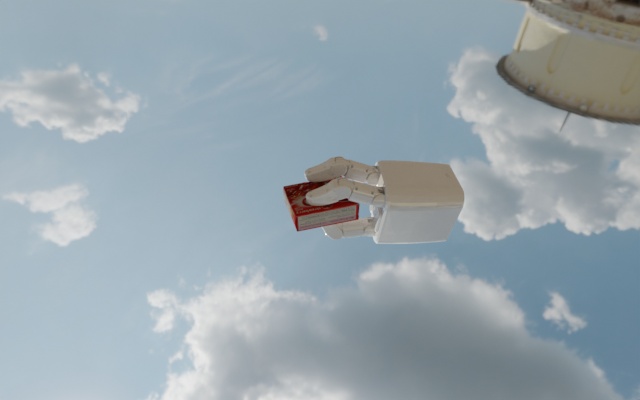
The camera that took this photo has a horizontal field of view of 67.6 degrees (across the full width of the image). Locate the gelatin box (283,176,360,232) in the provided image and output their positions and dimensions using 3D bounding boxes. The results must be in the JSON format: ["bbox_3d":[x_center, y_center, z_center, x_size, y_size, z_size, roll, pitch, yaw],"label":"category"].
[{"bbox_3d":[0.000,0.003,0.653,0.089,0.030,0.073,-11,37,-12],"label":"gelatin box"}]
